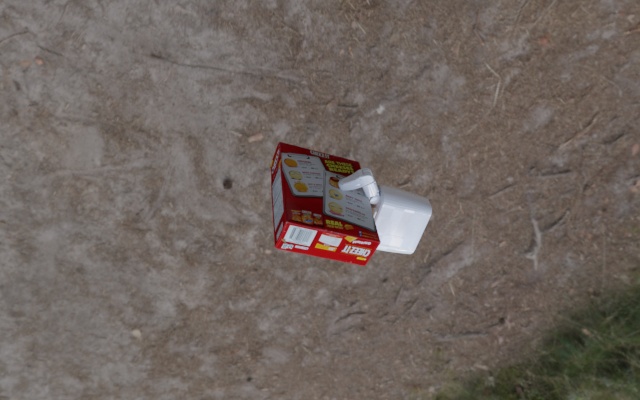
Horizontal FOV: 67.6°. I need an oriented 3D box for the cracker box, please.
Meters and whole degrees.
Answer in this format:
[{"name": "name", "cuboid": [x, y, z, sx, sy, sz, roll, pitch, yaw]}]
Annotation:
[{"name": "cracker box", "cuboid": [0.000, 0.003, 0.831, 0.164, 0.072, 0.213, 13, 38, -19]}]
